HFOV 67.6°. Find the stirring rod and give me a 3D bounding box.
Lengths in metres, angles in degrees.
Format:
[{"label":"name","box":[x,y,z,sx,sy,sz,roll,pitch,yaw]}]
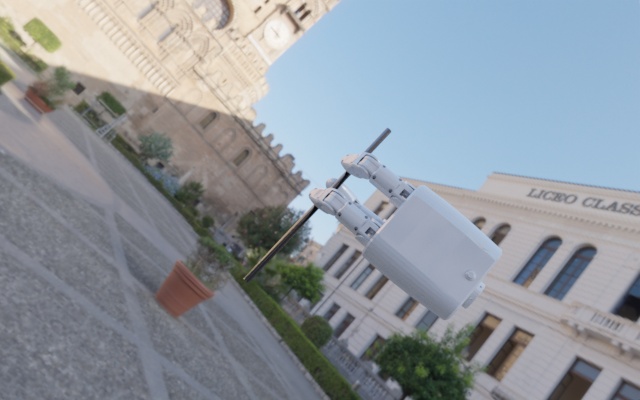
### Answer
[{"label":"stirring rod","box":[0.000,0.002,0.542,0.011,0.239,0.011,41,-12,11]}]
